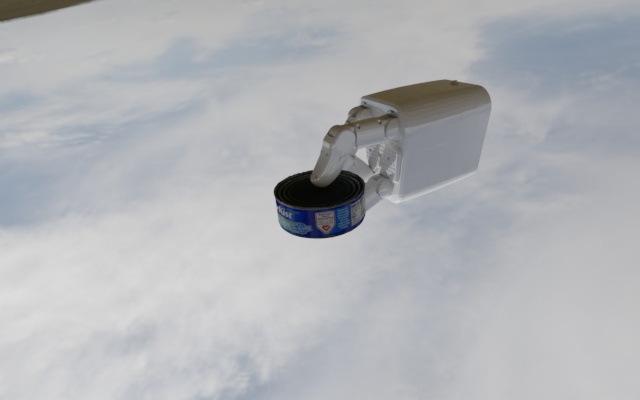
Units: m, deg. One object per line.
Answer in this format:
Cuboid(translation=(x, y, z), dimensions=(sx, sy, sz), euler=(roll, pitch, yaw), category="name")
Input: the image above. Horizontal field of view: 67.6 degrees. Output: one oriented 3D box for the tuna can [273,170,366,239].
Cuboid(translation=(0.000, 0.002, 0.453), dimensions=(0.086, 0.034, 0.086), euler=(-4, 26, 2), category="tuna can")
